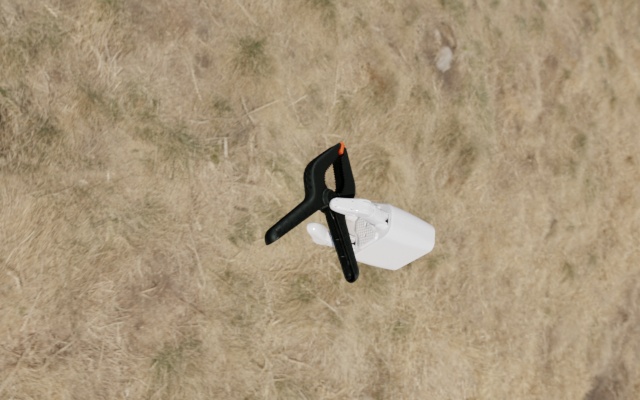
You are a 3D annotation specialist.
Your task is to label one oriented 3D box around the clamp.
[{"bbox_3d":[0.001,0.002,0.704,0.164,0.210,0.036,22,-26,-34],"label":"clamp"}]
